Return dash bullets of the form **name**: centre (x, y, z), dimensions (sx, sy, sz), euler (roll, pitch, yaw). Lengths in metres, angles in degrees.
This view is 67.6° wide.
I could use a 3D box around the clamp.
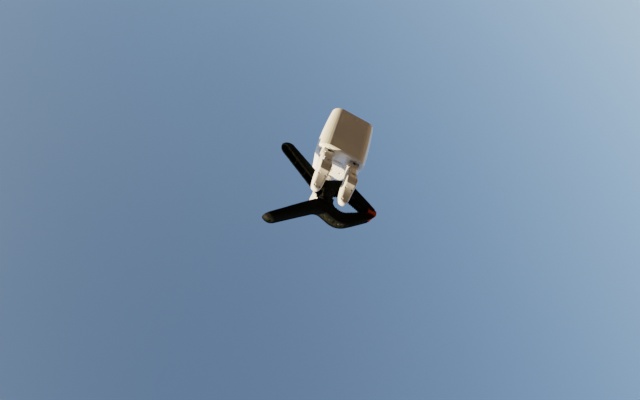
- **clamp**: centre (0.000, 0.003, 0.858), dimensions (0.210, 0.164, 0.036), euler (27, -32, -12)
